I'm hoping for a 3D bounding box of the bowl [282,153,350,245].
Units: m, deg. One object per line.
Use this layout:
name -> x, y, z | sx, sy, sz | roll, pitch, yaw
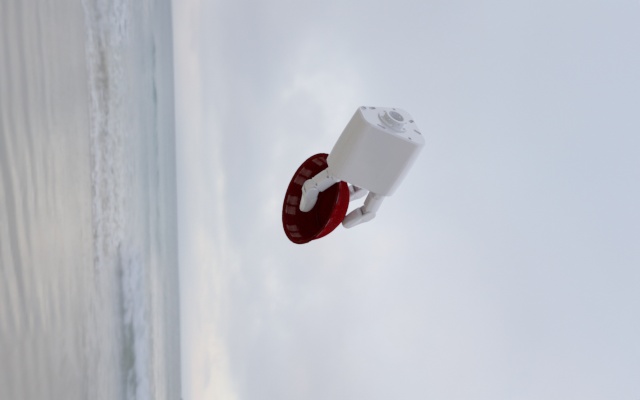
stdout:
bowl -> 0.000, 0.003, 0.819 | 0.055, 0.162, 0.162 | 20, -12, -34
